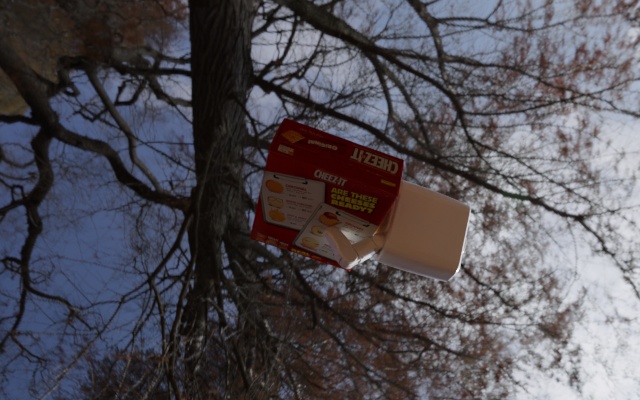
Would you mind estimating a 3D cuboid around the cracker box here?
[{"bbox_3d":[0.000,0.002,0.660,0.164,0.072,0.214,19,-36,-2],"label":"cracker box"}]
